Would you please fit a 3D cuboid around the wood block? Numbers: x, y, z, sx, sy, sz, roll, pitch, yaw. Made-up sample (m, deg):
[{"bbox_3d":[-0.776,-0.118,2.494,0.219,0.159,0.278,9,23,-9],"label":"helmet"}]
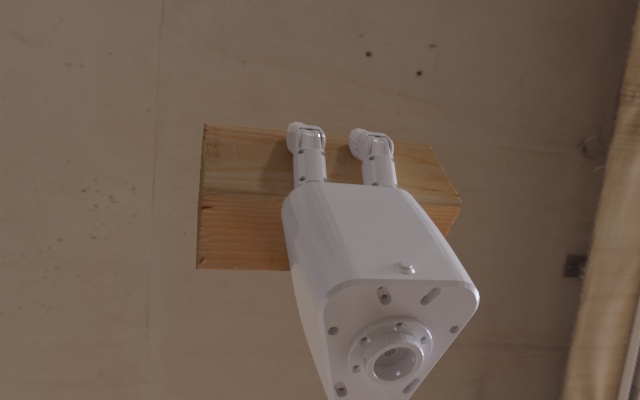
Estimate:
[{"bbox_3d":[0.000,0.002,0.417,0.206,0.091,0.090,4,40,-16],"label":"wood block"}]
